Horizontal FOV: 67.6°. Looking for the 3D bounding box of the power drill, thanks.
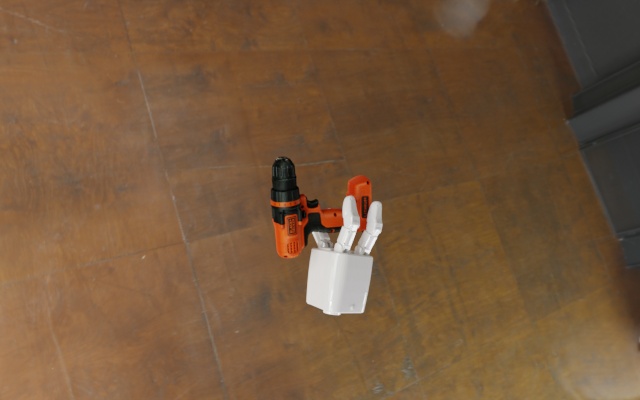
[{"bbox_3d":[0.001,0.003,0.872,0.187,0.184,0.057,-9,19,-21],"label":"power drill"}]
